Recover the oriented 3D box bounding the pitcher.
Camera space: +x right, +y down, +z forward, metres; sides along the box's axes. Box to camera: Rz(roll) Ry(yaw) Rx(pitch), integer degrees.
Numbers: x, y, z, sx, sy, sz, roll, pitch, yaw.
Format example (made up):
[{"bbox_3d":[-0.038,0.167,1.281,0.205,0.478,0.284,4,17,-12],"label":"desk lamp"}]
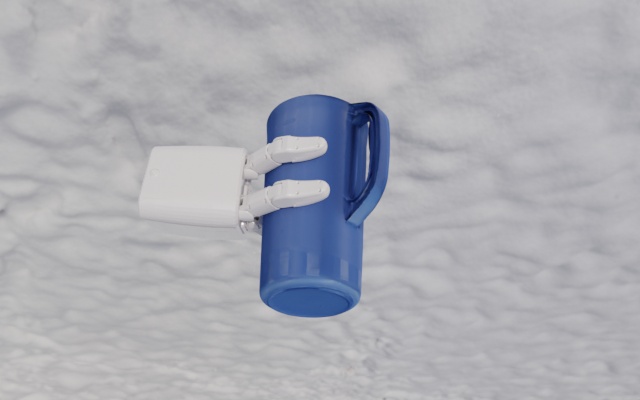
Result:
[{"bbox_3d":[0.000,0.002,0.555,0.145,0.242,0.149,3,-31,-3],"label":"pitcher"}]
